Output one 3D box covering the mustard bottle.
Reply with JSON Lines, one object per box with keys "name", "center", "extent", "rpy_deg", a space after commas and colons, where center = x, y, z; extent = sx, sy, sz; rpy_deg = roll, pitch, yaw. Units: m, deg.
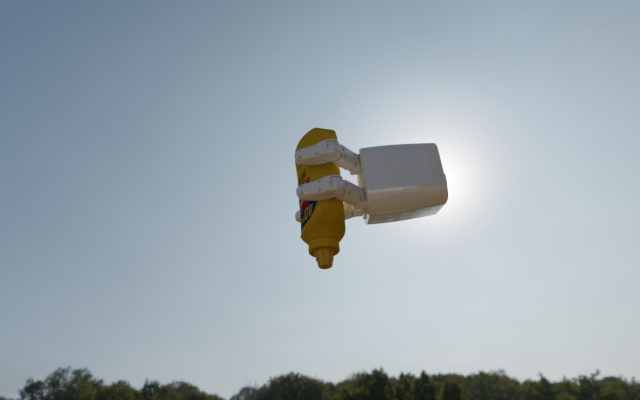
{"name": "mustard bottle", "center": [0.000, 0.002, 0.652], "extent": [0.058, 0.191, 0.096], "rpy_deg": [6, -32, -19]}
